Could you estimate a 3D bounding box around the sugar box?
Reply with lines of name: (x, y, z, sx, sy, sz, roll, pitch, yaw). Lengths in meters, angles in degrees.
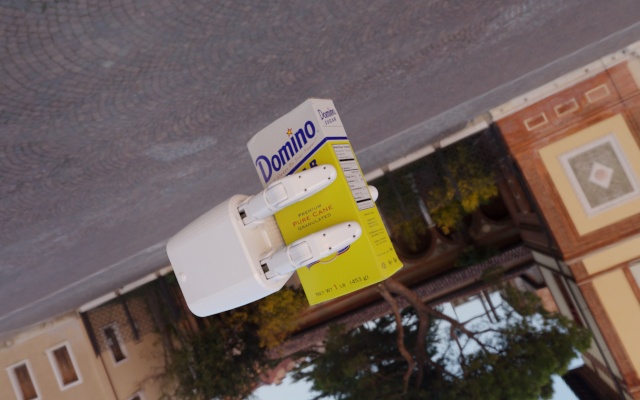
sugar box: (0.000, 0.002, 0.457, 0.093, 0.176, 0.048, -28, -6, 34)
